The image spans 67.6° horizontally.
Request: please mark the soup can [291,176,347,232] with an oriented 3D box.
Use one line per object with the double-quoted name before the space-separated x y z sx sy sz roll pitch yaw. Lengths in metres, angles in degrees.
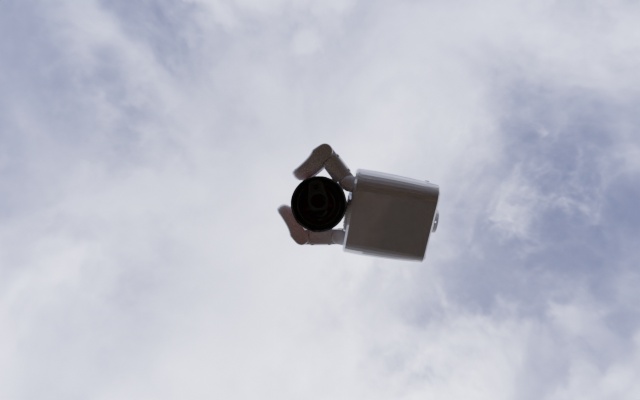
"soup can" 0.000 0.002 0.621 0.068 0.068 0.102 0 3 3
